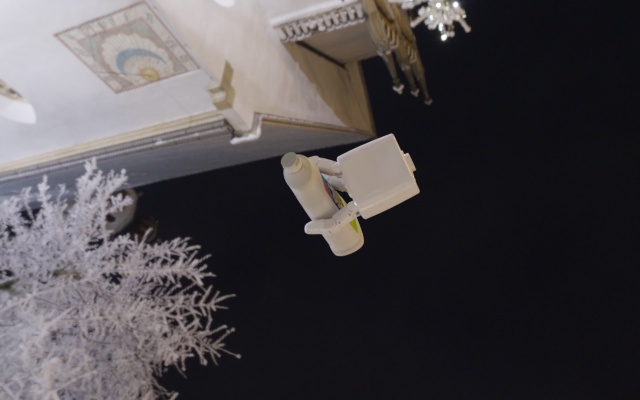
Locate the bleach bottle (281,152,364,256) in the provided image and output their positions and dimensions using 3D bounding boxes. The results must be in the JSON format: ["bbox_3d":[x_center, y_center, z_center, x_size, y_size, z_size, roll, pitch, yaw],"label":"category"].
[{"bbox_3d":[0.000,0.003,0.849,0.068,0.102,0.251,-24,-37,11],"label":"bleach bottle"}]
